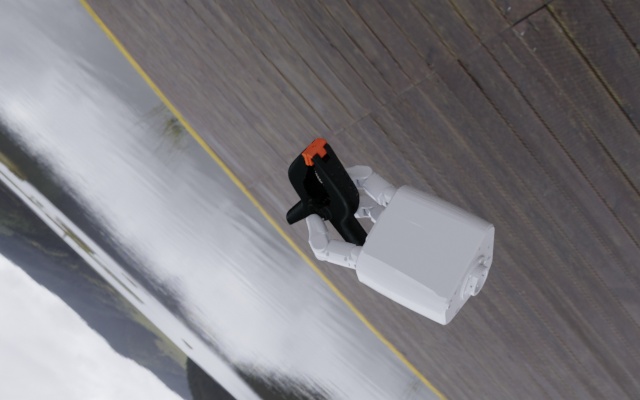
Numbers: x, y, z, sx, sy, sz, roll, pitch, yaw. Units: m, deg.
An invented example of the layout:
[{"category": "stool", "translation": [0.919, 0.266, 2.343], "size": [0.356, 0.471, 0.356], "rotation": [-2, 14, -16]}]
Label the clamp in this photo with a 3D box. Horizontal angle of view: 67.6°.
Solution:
[{"category": "clamp", "translation": [0.000, 0.002, 0.583], "size": [0.164, 0.036, 0.210], "rotation": [24, -29, 32]}]
